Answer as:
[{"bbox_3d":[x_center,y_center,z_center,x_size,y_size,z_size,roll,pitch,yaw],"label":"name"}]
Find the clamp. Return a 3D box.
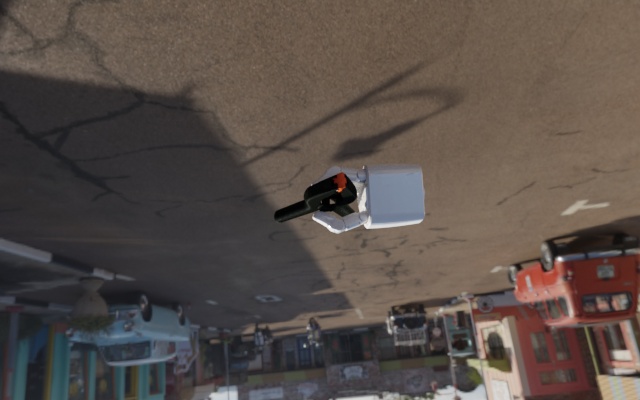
[{"bbox_3d":[0.001,0.003,0.866,0.164,0.036,0.210,-4,-19,-8],"label":"clamp"}]
